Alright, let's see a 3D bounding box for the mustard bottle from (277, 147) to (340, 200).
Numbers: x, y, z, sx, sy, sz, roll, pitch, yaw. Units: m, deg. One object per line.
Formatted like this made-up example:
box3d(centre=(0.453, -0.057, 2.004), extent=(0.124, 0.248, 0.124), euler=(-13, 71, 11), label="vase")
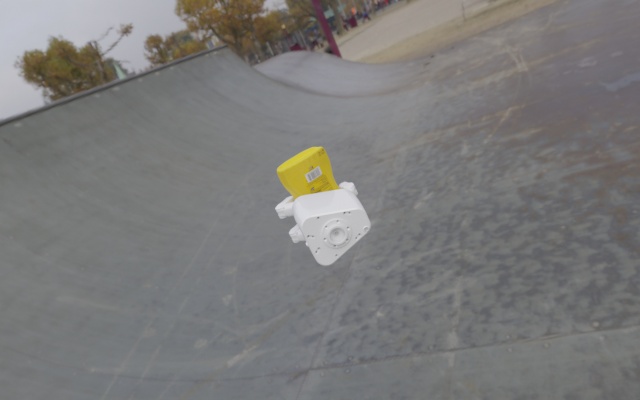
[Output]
box3d(centre=(0.000, 0.003, 0.893), extent=(0.096, 0.192, 0.058), euler=(-34, 20, -24), label="mustard bottle")
